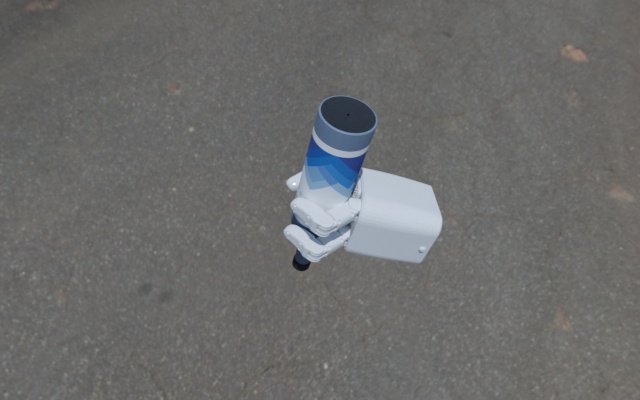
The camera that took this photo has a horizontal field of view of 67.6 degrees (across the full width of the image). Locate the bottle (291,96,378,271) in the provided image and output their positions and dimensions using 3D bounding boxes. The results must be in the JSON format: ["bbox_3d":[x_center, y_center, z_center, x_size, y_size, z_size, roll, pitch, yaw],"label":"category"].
[{"bbox_3d":[0.000,0.002,0.624,0.069,0.069,0.296,0,-40,-16],"label":"bottle"}]
